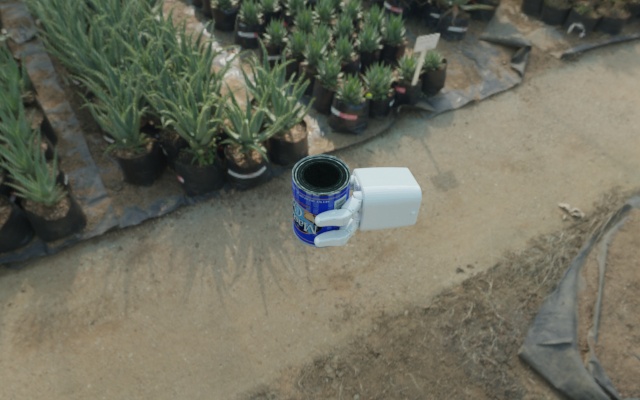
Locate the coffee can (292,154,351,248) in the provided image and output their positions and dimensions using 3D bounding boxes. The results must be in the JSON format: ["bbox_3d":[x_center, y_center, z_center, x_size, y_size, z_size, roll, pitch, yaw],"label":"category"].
[{"bbox_3d":[0.000,0.003,0.865,0.103,0.102,0.140,0,-44,-2],"label":"coffee can"}]
